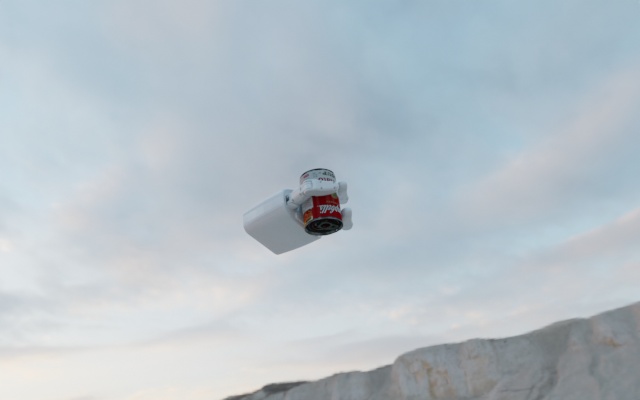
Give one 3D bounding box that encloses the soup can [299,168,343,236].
[{"bbox_3d":[0.000,0.002,0.846,0.068,0.102,0.068,-6,-29,-3],"label":"soup can"}]
